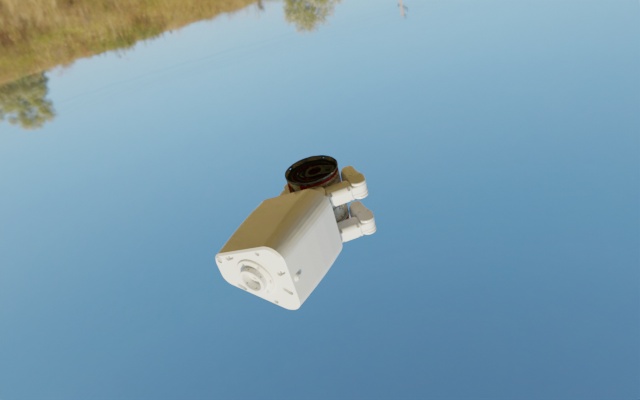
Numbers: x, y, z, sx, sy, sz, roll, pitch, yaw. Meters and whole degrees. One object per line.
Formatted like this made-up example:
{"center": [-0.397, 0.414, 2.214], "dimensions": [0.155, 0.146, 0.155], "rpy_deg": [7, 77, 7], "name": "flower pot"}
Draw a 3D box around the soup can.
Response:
{"center": [0.000, 0.002, 0.619], "dimensions": [0.068, 0.102, 0.068], "rpy_deg": [-12, 32, 7], "name": "soup can"}
